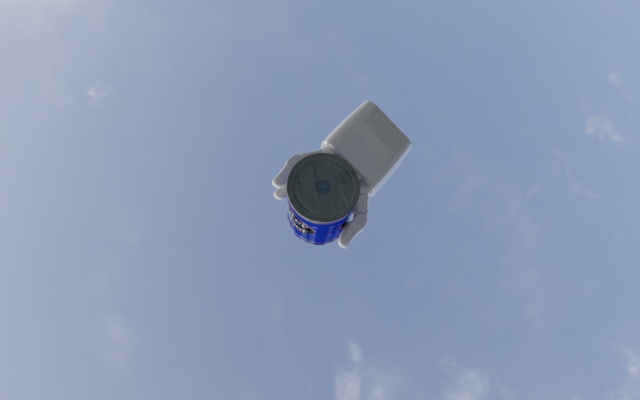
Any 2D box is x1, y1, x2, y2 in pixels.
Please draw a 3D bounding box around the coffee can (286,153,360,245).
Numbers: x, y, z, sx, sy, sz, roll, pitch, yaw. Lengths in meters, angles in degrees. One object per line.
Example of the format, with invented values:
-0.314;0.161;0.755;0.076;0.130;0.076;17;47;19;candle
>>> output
0.000;0.002;0.723;0.103;0.102;0.140;0;-18;-3;coffee can
